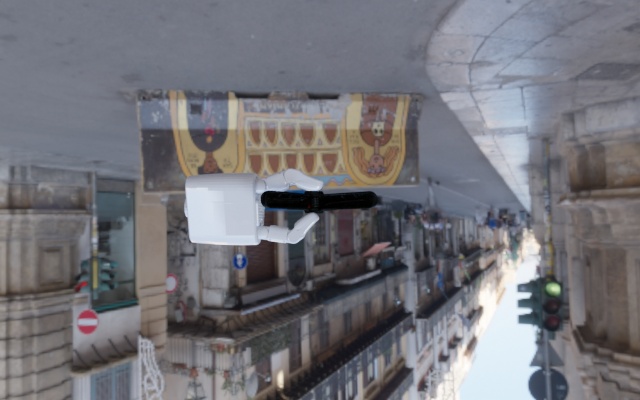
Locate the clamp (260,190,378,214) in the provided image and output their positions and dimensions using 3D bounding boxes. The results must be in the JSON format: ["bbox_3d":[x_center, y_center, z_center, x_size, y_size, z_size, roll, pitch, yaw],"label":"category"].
[{"bbox_3d":[0.000,0.003,0.755,0.164,0.036,0.210,1,-2,1],"label":"clamp"}]
